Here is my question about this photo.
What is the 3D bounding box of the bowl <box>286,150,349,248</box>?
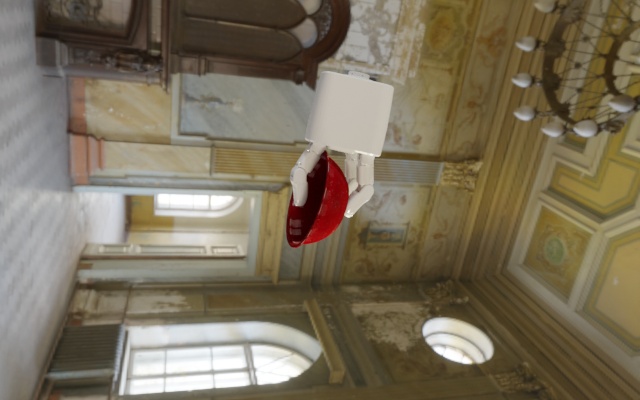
[{"bbox_3d":[0.000,0.004,0.751,0.055,0.162,0.162,17,-6,-19],"label":"bowl"}]
